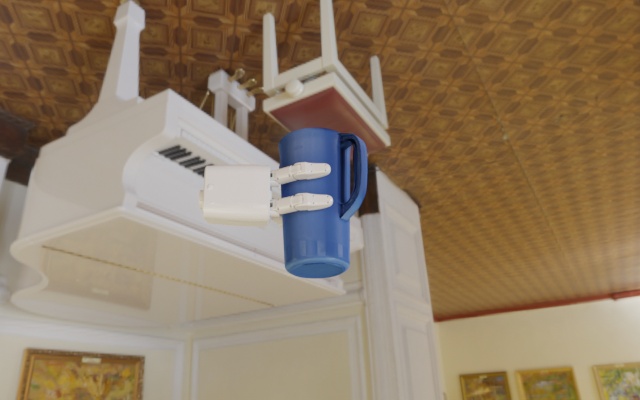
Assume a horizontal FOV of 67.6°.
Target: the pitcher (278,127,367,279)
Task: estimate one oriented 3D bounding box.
[{"bbox_3d":[0.000,0.003,0.823,0.145,0.242,0.149,2,-24,-8],"label":"pitcher"}]
